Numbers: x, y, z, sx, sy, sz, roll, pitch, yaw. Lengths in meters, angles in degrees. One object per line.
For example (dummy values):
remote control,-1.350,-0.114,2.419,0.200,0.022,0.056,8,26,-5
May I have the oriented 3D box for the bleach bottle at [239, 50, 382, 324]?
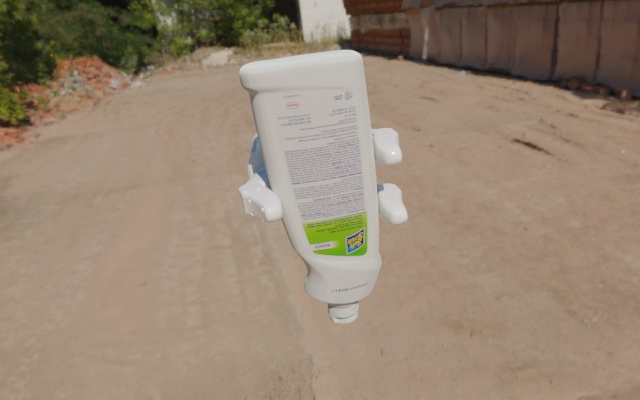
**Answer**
bleach bottle,0.000,0.001,0.429,0.102,0.251,0.068,-8,23,-2
